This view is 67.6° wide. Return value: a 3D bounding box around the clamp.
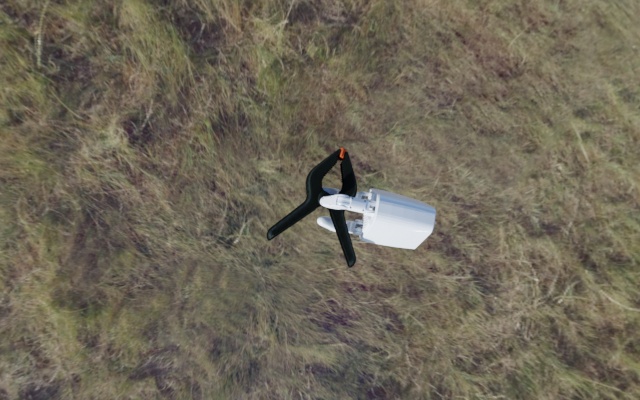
[{"bbox_3d":[0.001,0.002,0.859,0.164,0.210,0.036,12,-10,-6],"label":"clamp"}]
